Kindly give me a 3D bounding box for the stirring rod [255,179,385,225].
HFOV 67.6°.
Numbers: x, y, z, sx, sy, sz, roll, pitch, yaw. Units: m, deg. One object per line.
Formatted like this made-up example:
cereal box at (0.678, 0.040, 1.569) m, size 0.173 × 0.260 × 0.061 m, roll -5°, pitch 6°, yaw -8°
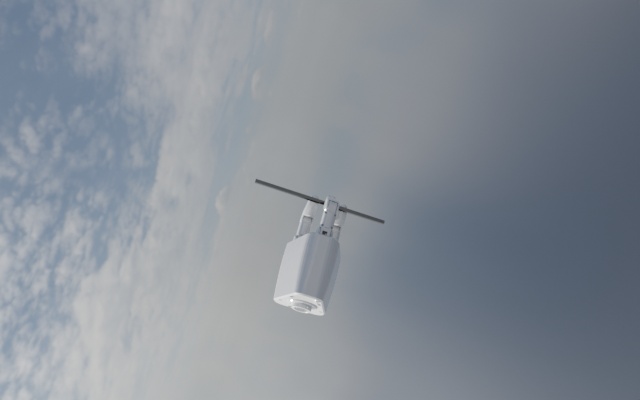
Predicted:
stirring rod at (0.000, 0.003, 0.845) m, size 0.239 × 0.011 × 0.011 m, roll 18°, pitch -2°, yaw -6°
